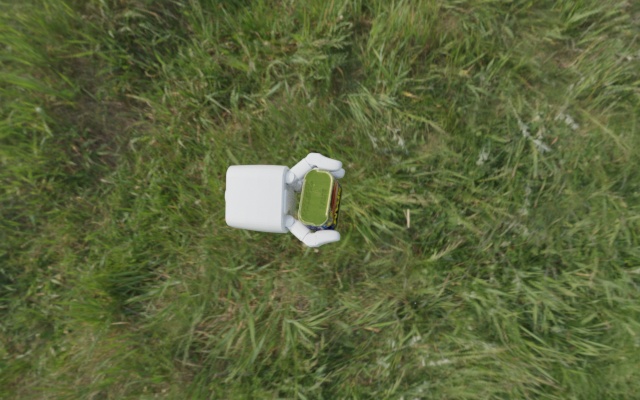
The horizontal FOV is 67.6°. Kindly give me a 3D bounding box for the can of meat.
[{"bbox_3d":[0.000,0.003,0.824,0.057,0.102,0.084,6,-11,13],"label":"can of meat"}]
